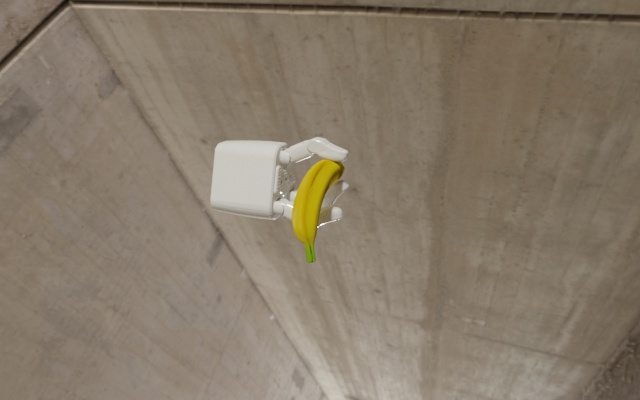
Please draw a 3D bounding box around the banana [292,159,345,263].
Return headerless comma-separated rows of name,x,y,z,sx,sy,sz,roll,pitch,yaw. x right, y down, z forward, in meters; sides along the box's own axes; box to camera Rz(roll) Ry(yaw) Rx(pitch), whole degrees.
banana,-0.004,-0.010,0.656,0.037,0.070,0.197,3,42,18
